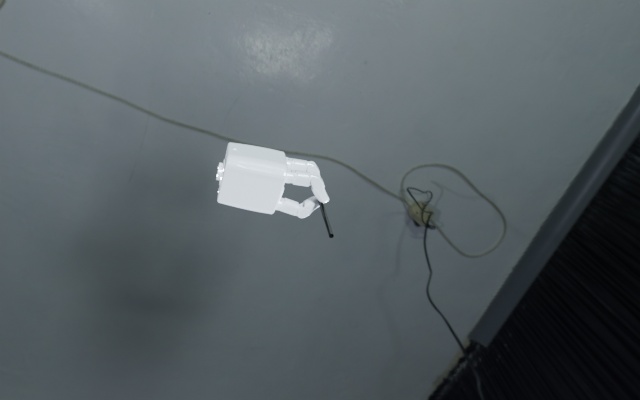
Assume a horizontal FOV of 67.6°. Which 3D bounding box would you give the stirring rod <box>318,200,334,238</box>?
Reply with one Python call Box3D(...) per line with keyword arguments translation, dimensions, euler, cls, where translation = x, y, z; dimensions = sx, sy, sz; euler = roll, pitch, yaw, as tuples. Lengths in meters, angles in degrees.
Box3D(translation=(0.000, 0.003, 0.881), dimensions=(0.011, 0.011, 0.239), euler=(0, 27, -9), cls="stirring rod")
